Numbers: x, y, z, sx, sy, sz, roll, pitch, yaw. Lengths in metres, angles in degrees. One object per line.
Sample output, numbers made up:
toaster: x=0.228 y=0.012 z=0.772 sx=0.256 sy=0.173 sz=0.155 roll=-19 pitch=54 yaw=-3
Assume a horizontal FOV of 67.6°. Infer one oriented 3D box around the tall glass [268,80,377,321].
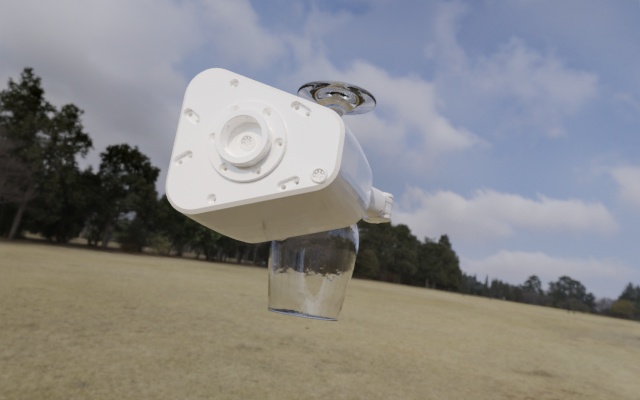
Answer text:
tall glass: x=0.000 y=0.001 z=0.426 sx=0.079 sy=0.201 sz=0.079 roll=8 pitch=-10 yaw=2
